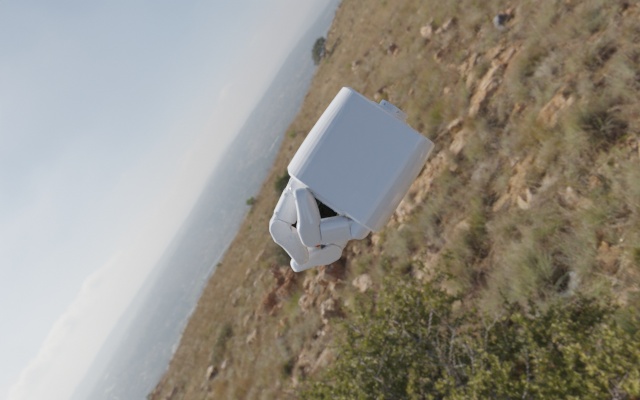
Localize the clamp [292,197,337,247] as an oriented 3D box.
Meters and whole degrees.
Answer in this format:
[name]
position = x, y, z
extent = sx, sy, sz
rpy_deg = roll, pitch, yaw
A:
[clamp]
position = 0.000, 0.002, 0.591
extent = 0.039, 0.120, 0.171
rpy_deg = 31, 10, -13
